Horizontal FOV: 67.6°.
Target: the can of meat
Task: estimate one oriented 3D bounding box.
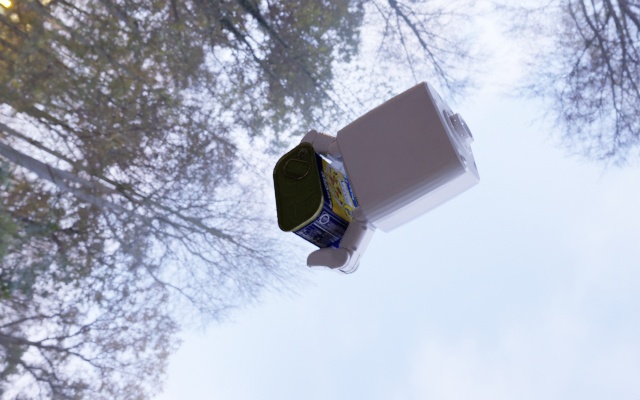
[{"bbox_3d":[0.000,0.002,0.509,0.057,0.102,0.084,-33,-44,24],"label":"can of meat"}]
